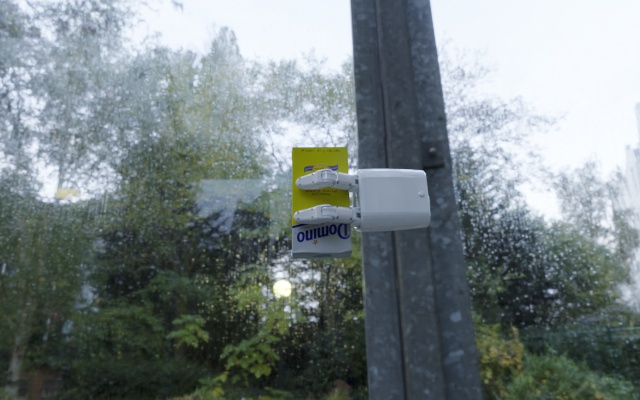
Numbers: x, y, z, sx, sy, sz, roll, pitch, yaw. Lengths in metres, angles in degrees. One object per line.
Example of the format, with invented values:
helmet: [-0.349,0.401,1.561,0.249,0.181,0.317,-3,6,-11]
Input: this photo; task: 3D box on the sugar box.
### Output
sugar box: [0.000,0.002,0.757,0.093,0.176,0.048,-1,-20,-2]
